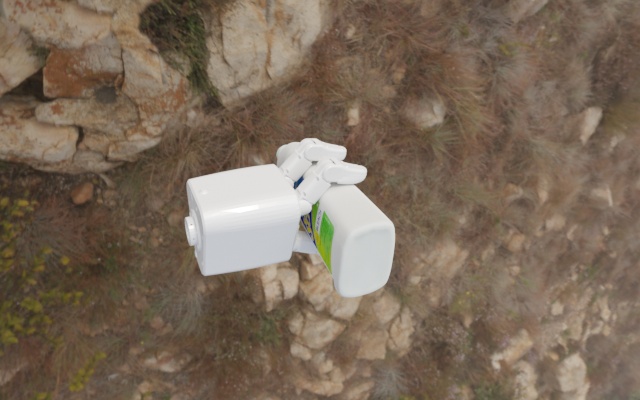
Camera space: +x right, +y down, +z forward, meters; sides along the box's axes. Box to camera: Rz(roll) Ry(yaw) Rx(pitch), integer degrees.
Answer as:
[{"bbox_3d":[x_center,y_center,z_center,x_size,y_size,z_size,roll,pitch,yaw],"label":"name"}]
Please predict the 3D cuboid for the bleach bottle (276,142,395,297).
[{"bbox_3d":[0.000,0.002,0.601,0.068,0.103,0.250,-11,35,-22],"label":"bleach bottle"}]
